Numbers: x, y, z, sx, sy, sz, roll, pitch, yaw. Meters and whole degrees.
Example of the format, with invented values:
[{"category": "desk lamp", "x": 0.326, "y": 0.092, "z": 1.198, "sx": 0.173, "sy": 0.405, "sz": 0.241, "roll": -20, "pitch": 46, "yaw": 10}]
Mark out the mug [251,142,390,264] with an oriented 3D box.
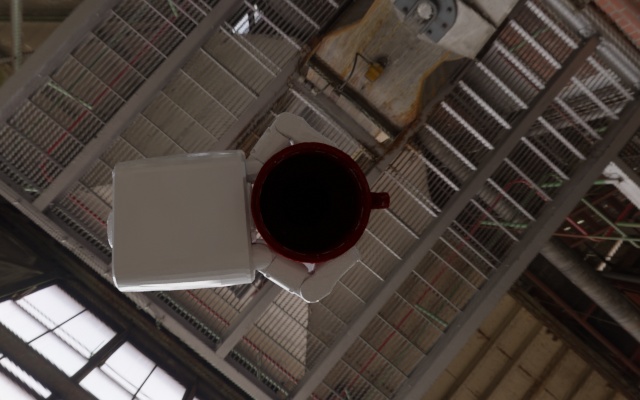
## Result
[{"category": "mug", "x": 0.001, "y": 0.001, "z": 0.405, "sx": 0.117, "sy": 0.093, "sz": 0.081, "roll": -5, "pitch": 0, "yaw": -8}]
